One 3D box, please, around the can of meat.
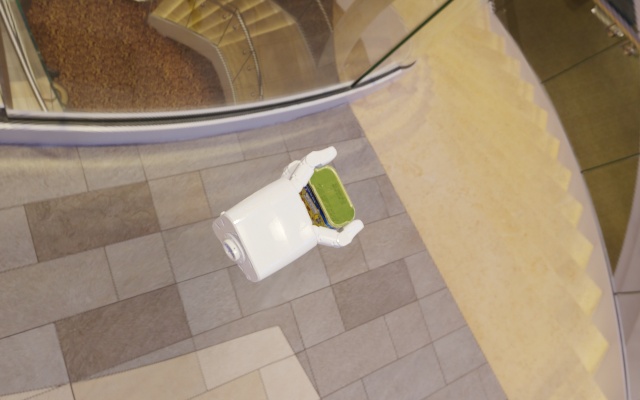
[{"bbox_3d":[0.000,0.002,0.750,0.057,0.102,0.084,-27,0,-30],"label":"can of meat"}]
